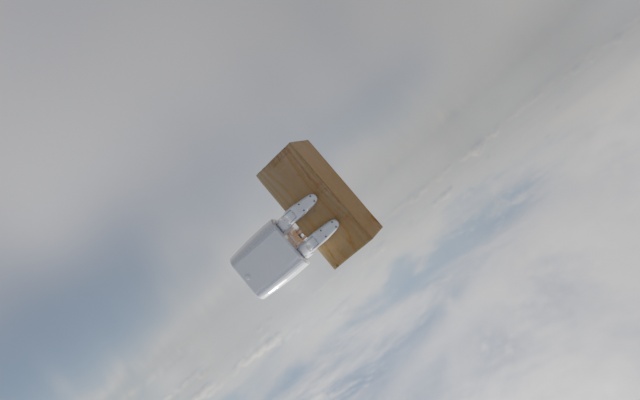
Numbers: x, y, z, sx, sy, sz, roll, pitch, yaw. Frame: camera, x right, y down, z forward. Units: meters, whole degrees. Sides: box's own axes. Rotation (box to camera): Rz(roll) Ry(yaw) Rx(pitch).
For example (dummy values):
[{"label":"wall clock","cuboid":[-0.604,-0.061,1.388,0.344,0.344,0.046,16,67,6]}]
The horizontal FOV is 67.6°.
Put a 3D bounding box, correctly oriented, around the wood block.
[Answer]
[{"label":"wood block","cuboid":[0.000,0.003,0.822,0.090,0.206,0.091,-42,-5,20]}]
